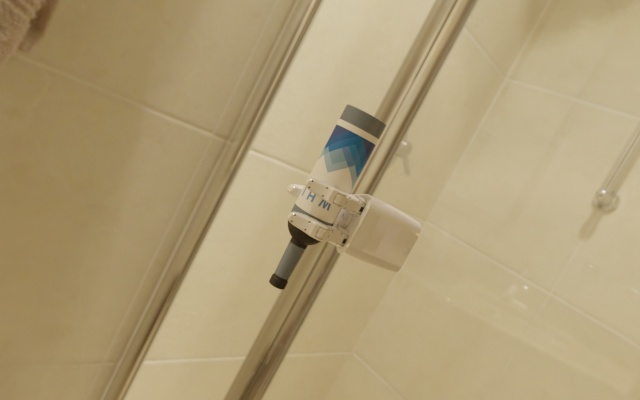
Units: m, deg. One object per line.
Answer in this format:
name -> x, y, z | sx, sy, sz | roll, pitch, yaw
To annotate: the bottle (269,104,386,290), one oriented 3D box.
bottle -> 0.000, 0.002, 0.723 | 0.069, 0.296, 0.069 | 27, 7, -4
